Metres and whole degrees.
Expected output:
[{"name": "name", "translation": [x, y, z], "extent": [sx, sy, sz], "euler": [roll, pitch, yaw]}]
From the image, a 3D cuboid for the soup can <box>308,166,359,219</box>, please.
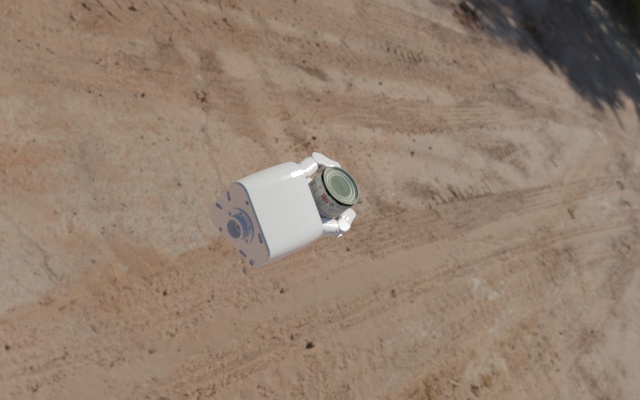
[{"name": "soup can", "translation": [0.001, 0.002, 0.711], "extent": [0.068, 0.068, 0.102], "euler": [0, -29, -42]}]
